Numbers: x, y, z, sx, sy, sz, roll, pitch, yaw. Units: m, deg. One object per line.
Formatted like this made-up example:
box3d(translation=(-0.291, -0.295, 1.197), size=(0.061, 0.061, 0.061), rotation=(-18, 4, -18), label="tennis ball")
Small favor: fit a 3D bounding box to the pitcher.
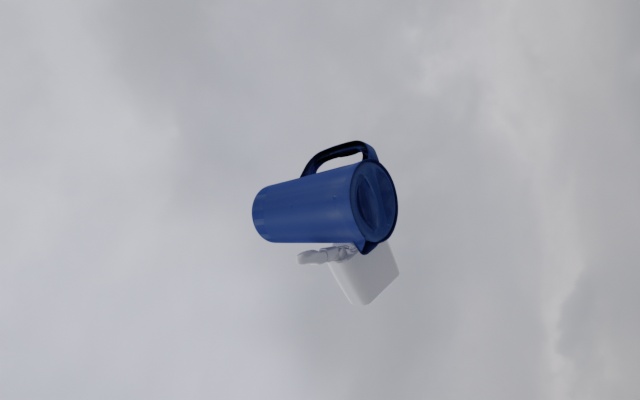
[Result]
box3d(translation=(0.000, 0.003, 0.816), size=(0.243, 0.145, 0.149), rotation=(-8, 29, 40), label="pitcher")
